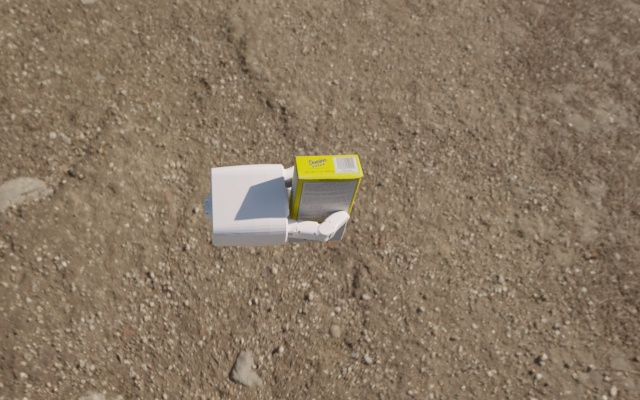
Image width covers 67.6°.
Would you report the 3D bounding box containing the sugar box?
[{"bbox_3d":[0.000,0.002,0.728,0.093,0.048,0.176,-2,-32,-11],"label":"sugar box"}]
